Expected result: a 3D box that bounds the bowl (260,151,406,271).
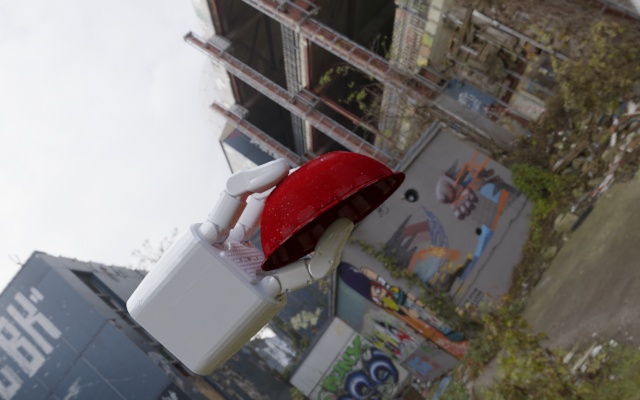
[{"bbox_3d":[0.001,0.000,0.458,0.162,0.055,0.162,-32,-12,-8],"label":"bowl"}]
